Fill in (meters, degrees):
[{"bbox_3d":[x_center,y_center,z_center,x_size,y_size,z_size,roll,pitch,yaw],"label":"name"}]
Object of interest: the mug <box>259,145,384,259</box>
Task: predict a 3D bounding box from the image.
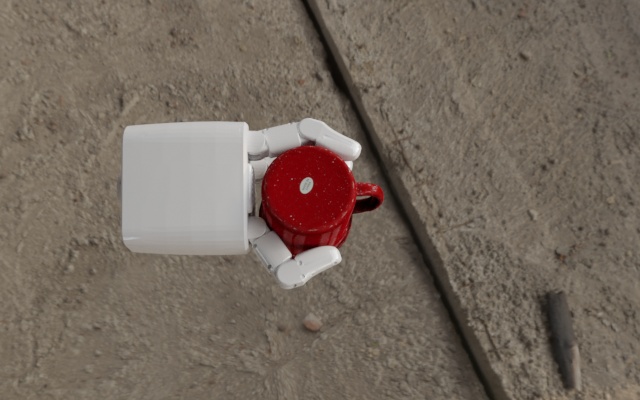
[{"bbox_3d":[0.002,0.001,0.437,0.117,0.093,0.081,-2,-18,-5],"label":"mug"}]
